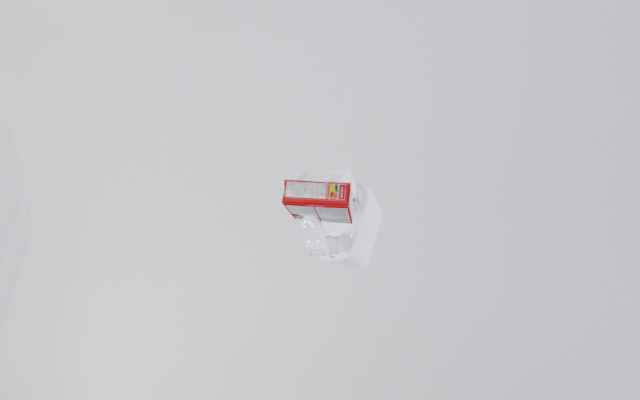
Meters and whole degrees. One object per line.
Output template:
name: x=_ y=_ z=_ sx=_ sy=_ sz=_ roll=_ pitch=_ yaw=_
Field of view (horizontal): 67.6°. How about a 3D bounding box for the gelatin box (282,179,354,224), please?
gelatin box: x=0.000 y=0.002 z=0.550 sx=0.073 sy=0.030 sz=0.089 roll=4 pitch=-14 yaw=8
